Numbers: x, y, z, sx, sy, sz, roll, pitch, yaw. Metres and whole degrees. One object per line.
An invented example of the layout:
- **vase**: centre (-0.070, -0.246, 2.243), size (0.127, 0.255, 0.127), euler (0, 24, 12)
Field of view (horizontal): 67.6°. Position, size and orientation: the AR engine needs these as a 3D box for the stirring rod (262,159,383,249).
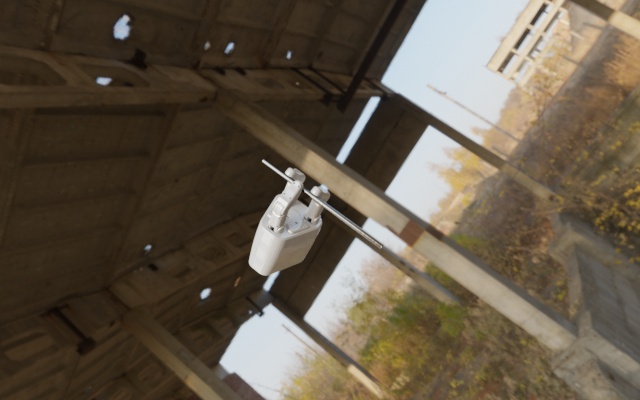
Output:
- **stirring rod**: centre (0.000, 0.003, 0.761), size (0.239, 0.011, 0.011), euler (36, 10, 14)
